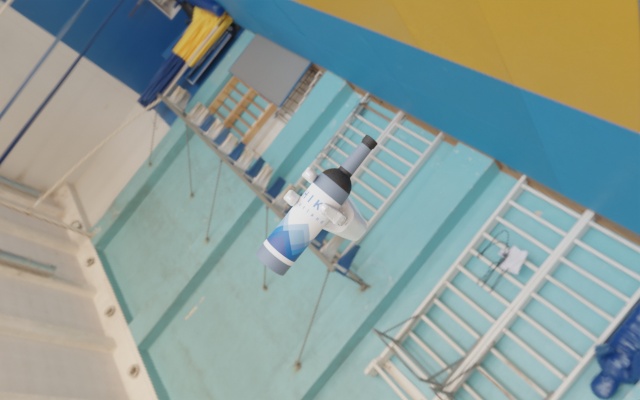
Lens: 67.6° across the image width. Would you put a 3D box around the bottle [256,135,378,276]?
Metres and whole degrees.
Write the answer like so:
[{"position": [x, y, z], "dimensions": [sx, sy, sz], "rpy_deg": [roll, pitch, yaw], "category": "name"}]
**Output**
[{"position": [0.000, 0.003, 0.868], "dimensions": [0.069, 0.296, 0.069], "rpy_deg": [39, 2, -2], "category": "bottle"}]
